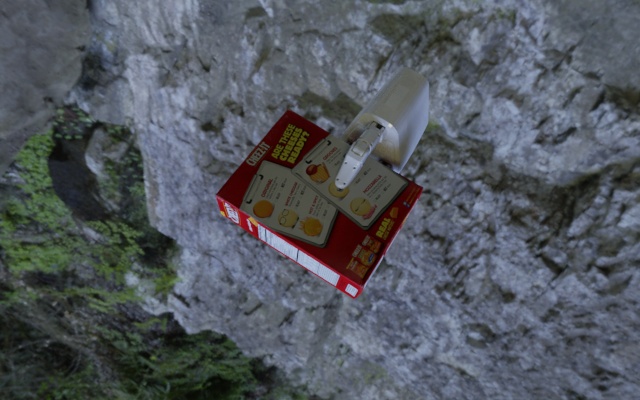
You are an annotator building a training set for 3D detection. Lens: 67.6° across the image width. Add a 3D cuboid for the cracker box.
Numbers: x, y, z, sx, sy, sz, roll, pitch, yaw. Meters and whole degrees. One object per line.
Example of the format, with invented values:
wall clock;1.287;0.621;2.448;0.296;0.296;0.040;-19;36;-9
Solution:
cracker box;0.000;0.002;0.627;0.213;0.164;0.072;31;-25;10
